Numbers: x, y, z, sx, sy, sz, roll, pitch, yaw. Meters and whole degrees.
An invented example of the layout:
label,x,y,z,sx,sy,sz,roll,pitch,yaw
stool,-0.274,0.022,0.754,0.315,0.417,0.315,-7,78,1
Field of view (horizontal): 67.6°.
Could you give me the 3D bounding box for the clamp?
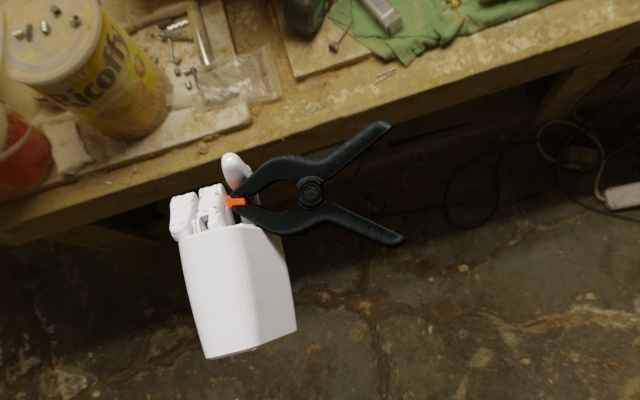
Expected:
label,x,y,z,sx,sy,sz,roll,pitch,yaw
clamp,0.000,0.001,0.453,0.171,0.120,0.039,-16,-8,6
